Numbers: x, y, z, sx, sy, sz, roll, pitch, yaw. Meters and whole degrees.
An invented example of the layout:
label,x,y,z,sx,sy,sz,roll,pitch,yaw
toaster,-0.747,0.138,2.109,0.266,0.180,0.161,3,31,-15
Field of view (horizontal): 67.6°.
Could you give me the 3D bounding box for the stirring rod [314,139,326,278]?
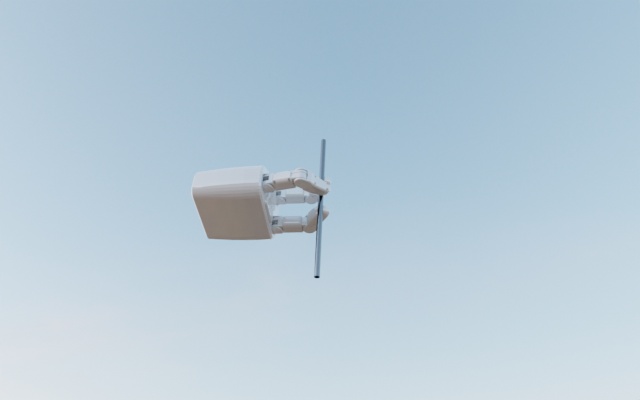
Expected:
label,x,y,z,sx,sy,sz,roll,pitch,yaw
stirring rod,0.000,0.002,0.694,0.011,0.239,0.011,2,-35,1
